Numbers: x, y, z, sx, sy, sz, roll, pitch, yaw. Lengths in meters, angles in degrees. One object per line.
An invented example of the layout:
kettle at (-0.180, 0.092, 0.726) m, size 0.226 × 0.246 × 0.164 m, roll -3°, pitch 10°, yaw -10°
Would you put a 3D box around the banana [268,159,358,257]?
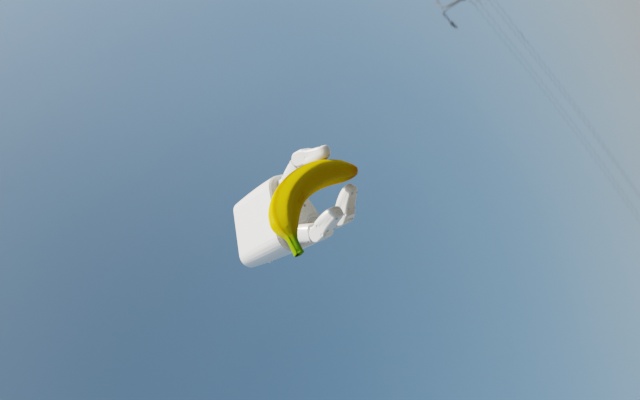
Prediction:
banana at (-0.014, -0.010, 0.590) m, size 0.037 × 0.069 × 0.197 m, roll -33°, pitch 13°, yaw 40°
